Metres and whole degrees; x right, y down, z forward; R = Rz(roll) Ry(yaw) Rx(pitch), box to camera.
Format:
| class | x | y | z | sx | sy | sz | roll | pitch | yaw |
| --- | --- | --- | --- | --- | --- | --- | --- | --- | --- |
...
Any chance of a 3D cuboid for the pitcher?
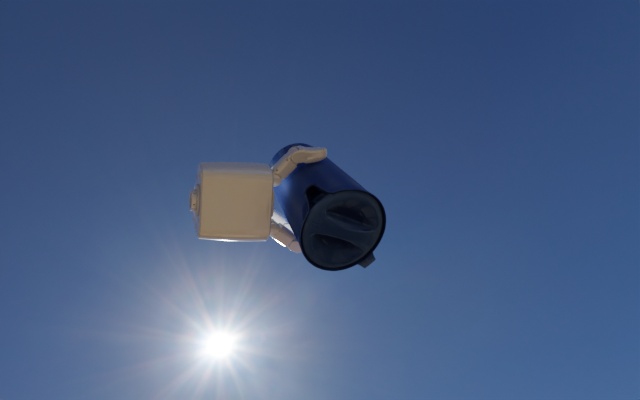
| class | x | y | z | sx | sy | sz | roll | pitch | yaw |
| --- | --- | --- | --- | --- | --- | --- | --- | --- | --- |
| pitcher | 0.000 | 0.002 | 0.776 | 0.145 | 0.149 | 0.242 | 0 | 26 | -22 |
